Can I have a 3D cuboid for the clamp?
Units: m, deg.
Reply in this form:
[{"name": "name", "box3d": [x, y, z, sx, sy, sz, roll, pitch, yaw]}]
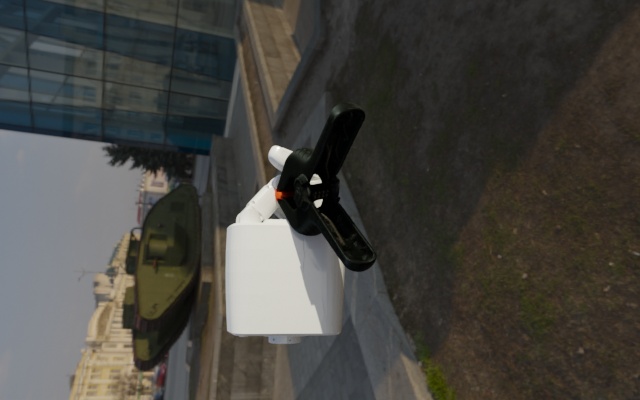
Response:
[{"name": "clamp", "box3d": [-0.001, 0.001, 0.402, 0.039, 0.120, 0.171, 1, -10, -19]}]
